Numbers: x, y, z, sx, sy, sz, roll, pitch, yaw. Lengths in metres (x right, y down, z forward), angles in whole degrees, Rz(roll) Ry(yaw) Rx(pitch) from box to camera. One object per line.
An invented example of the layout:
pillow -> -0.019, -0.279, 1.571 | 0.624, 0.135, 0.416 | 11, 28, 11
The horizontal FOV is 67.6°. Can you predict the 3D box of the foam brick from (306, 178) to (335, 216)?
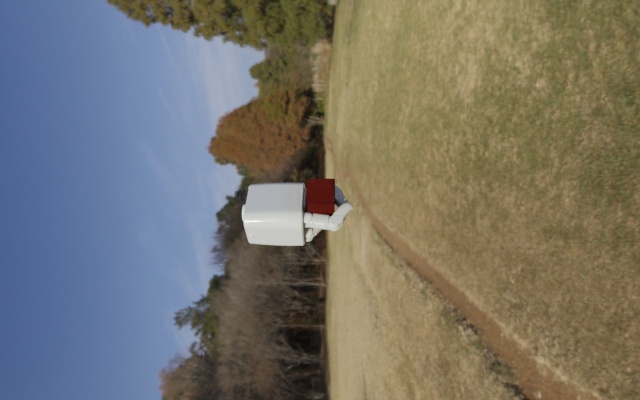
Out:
foam brick -> 0.000, 0.003, 0.865 | 0.051, 0.053, 0.078 | 0, -33, 0
